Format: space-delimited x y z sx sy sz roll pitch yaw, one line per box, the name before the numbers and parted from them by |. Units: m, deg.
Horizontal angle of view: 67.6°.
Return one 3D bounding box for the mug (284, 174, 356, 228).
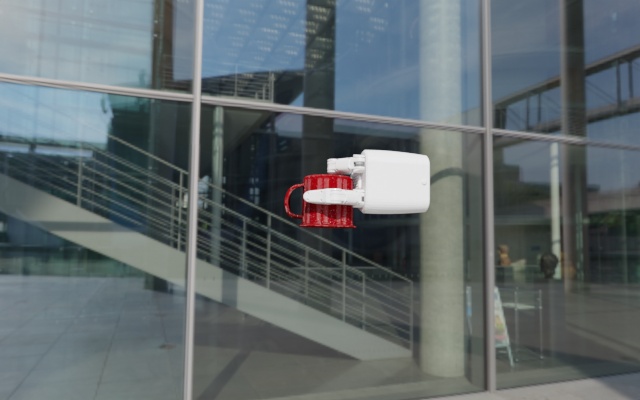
mug | -0.001 0.002 0.769 0.117 0.081 0.093 2 -5 -11
